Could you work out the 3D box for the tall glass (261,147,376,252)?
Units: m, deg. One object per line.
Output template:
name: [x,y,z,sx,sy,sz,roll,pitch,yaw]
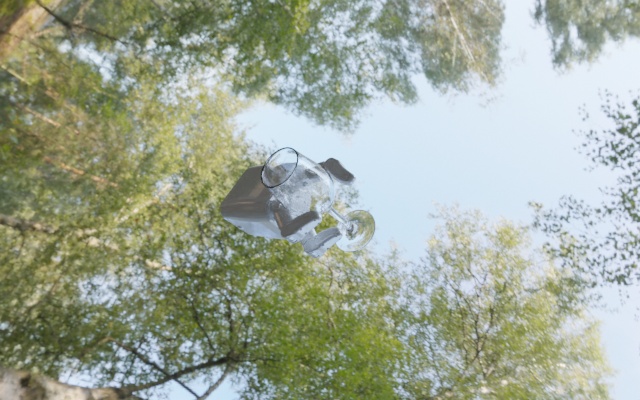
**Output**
tall glass: [0.001,0.003,0.691,0.079,0.079,0.201,0,-28,38]
